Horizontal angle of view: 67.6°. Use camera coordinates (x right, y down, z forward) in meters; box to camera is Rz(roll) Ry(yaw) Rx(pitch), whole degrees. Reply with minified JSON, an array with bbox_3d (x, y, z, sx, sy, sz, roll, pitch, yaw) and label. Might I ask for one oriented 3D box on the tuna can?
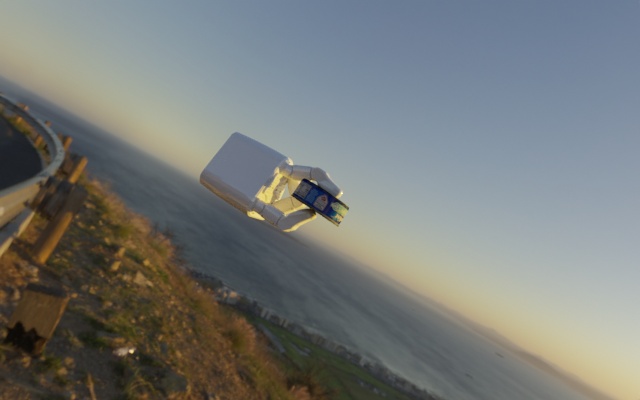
[{"bbox_3d":[0.000,0.002,0.719,0.086,0.034,0.086,33,-2,1],"label":"tuna can"}]
